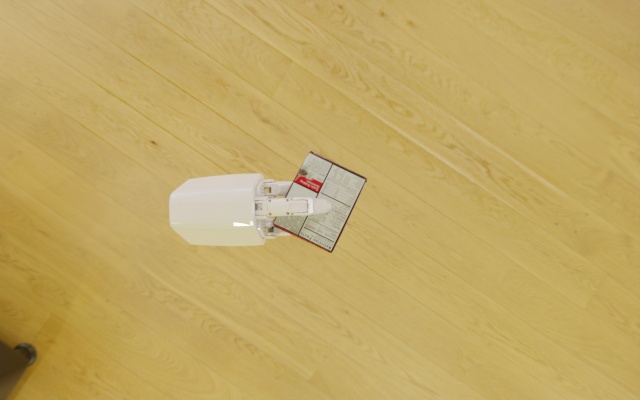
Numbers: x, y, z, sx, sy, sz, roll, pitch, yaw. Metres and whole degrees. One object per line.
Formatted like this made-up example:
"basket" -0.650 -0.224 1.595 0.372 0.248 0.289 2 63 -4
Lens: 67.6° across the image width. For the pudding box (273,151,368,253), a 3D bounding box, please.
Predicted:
"pudding box" 0.000 0.002 0.642 0.090 0.113 0.039 26 0 2
